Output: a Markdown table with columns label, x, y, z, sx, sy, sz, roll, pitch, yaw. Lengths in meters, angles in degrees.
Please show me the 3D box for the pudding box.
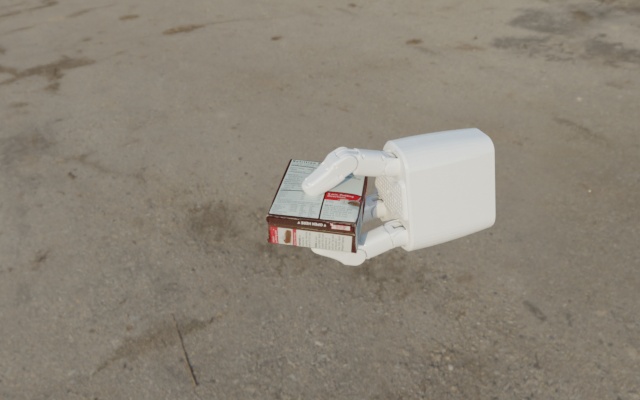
| label | x | y | z | sx | sy | sz | roll | pitch | yaw |
| --- | --- | --- | --- | --- | --- | --- | --- | --- | --- |
| pudding box | 0.000 | 0.001 | 0.495 | 0.090 | 0.039 | 0.113 | 5 | 34 | 8 |
